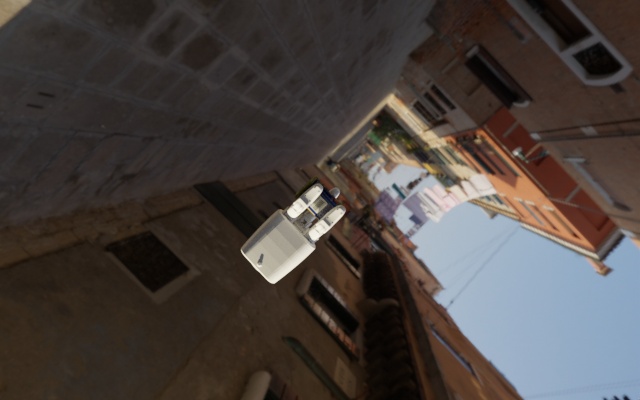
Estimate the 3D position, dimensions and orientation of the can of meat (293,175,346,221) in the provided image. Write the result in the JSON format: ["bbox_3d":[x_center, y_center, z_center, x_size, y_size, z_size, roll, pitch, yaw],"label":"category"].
[{"bbox_3d":[0.000,0.003,0.893,0.057,0.084,0.102,-43,1,1],"label":"can of meat"}]
